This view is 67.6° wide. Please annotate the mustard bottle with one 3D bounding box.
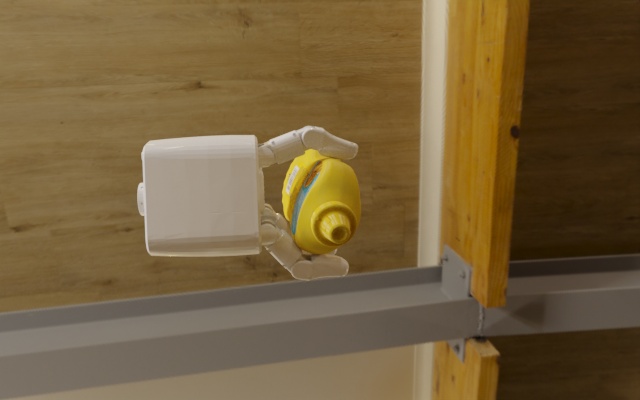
[{"bbox_3d":[0.000,0.002,0.494,0.058,0.096,0.191,21,12,-15],"label":"mustard bottle"}]
